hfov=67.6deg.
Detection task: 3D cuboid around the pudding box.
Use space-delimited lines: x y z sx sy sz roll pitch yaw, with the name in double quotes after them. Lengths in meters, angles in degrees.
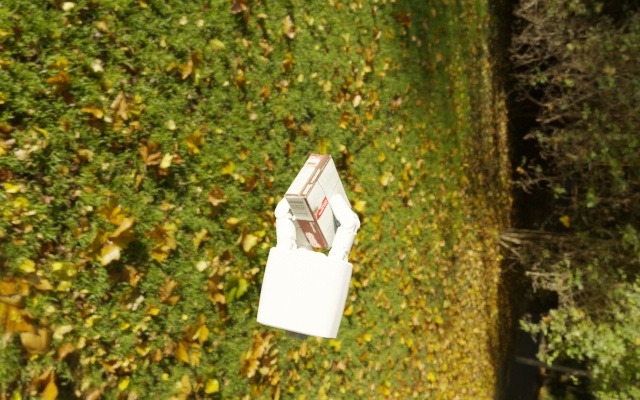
0.000 0.002 0.702 0.039 0.090 0.114 6 -41 29 "pudding box"
